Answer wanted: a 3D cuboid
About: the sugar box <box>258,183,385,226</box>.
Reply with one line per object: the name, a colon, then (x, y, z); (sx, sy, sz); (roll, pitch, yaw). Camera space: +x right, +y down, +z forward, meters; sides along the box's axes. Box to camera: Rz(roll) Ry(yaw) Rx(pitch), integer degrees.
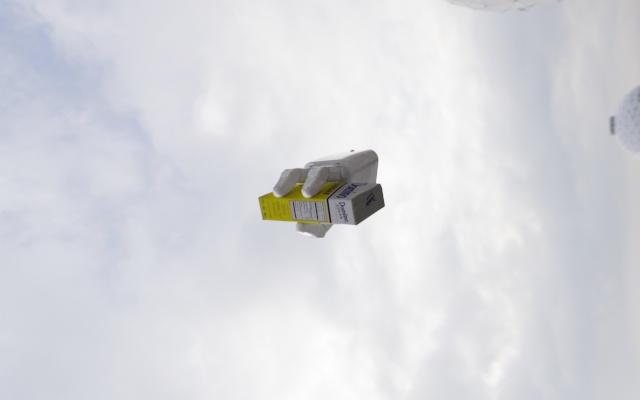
sugar box: (0.000, 0.002, 0.736); (0.176, 0.048, 0.093); (-2, 15, 35)
